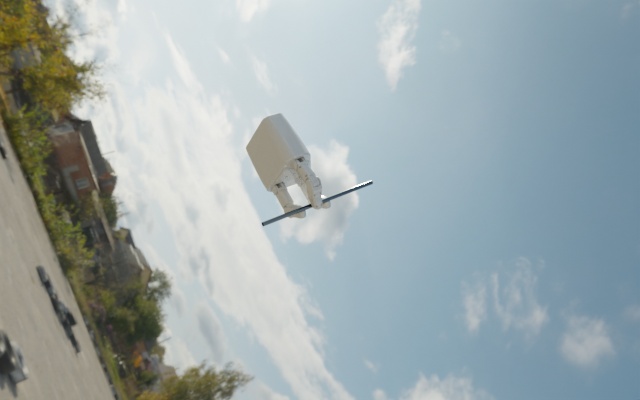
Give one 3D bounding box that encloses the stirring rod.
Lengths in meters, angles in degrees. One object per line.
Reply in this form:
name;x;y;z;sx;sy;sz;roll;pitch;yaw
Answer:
stirring rod;0.000;0.003;0.877;0.239;0.011;0.011;-21;10;-27
